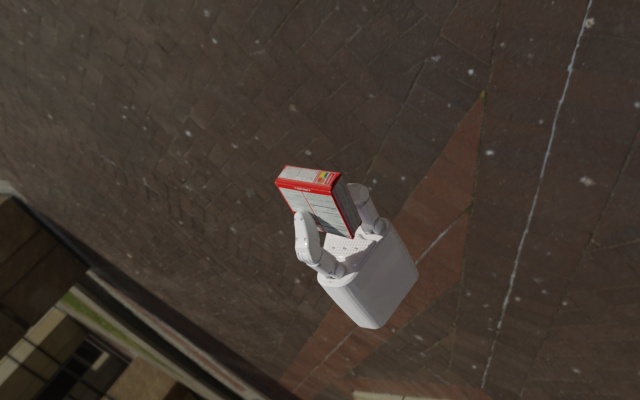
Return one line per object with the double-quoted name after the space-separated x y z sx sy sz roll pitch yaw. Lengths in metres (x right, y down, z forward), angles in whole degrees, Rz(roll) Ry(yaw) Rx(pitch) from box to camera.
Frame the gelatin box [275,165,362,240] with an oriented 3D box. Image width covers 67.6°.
0.000 0.002 0.539 0.073 0.030 0.089 11 -33 32 "gelatin box"
